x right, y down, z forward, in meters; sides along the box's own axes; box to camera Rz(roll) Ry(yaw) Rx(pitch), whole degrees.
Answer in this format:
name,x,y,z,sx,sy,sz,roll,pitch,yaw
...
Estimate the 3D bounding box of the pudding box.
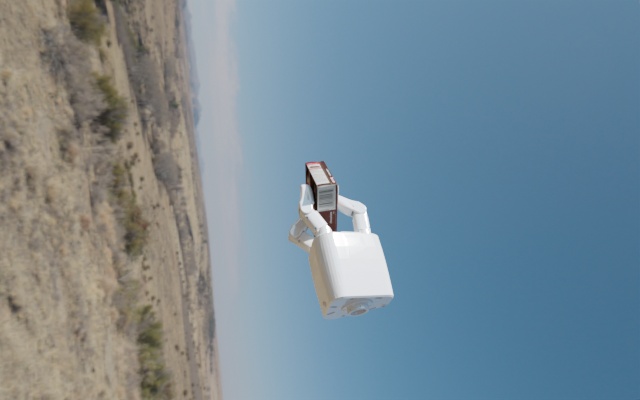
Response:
name,x,y,z,sx,sy,sz,roll,pitch,yaw
pudding box,0.000,0.003,0.805,0.039,0.114,0.090,-6,30,-13
